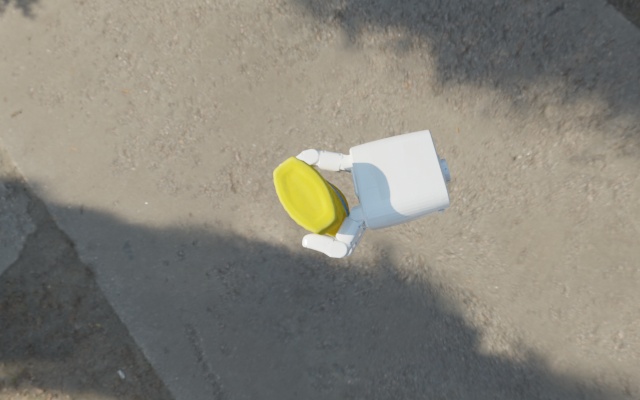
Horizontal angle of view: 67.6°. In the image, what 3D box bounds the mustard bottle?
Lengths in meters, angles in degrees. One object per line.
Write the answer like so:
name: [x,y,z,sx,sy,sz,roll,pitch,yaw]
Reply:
mustard bottle: [0.000,0.002,0.637,0.058,0.096,0.191,-39,-12,6]
